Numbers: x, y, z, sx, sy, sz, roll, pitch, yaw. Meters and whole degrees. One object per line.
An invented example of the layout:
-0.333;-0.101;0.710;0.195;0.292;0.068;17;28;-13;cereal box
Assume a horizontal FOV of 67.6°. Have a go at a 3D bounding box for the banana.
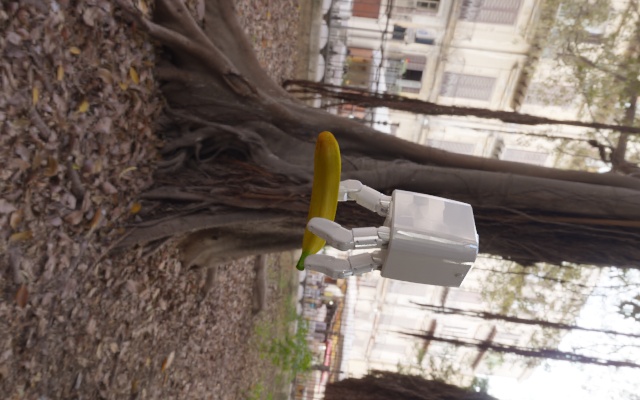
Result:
0.003;-0.003;0.619;0.037;0.198;0.069;12;28;6;banana
